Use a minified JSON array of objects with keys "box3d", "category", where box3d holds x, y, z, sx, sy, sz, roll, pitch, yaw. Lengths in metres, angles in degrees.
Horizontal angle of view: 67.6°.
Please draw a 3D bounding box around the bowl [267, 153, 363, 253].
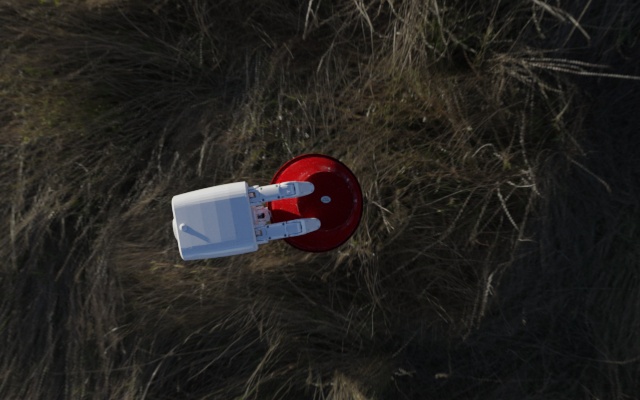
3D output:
[{"box3d":[0.001,0.002,0.747,0.162,0.162,0.055,0,-4,-15],"category":"bowl"}]
